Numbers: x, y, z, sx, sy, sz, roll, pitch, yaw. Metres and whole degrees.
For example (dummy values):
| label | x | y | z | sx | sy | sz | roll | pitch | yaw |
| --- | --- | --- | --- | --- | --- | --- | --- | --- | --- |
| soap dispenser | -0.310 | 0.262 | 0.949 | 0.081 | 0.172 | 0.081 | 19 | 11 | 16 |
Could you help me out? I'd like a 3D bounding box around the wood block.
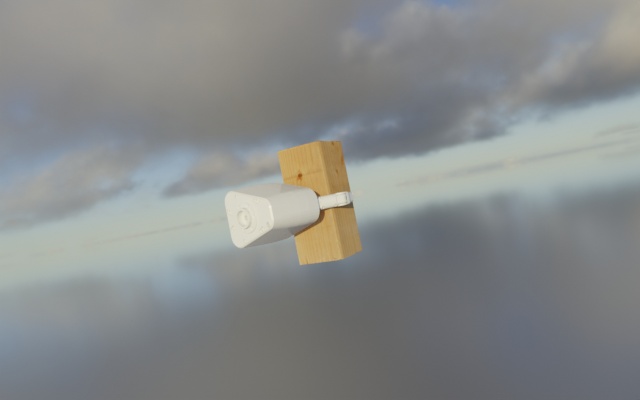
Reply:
| label | x | y | z | sx | sy | sz | roll | pitch | yaw |
| --- | --- | --- | --- | --- | --- | --- | --- | --- | --- |
| wood block | 0.000 | 0.003 | 0.863 | 0.091 | 0.206 | 0.090 | -11 | 0 | 29 |
